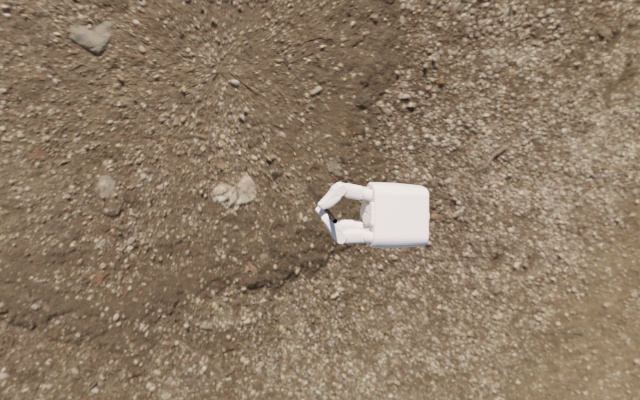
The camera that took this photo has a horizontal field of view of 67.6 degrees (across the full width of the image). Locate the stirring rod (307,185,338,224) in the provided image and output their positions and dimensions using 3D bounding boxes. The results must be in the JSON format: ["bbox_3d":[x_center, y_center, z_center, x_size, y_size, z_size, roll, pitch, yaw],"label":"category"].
[{"bbox_3d":[0.000,0.003,0.891,0.011,0.011,0.239,0,15,-12],"label":"stirring rod"}]
